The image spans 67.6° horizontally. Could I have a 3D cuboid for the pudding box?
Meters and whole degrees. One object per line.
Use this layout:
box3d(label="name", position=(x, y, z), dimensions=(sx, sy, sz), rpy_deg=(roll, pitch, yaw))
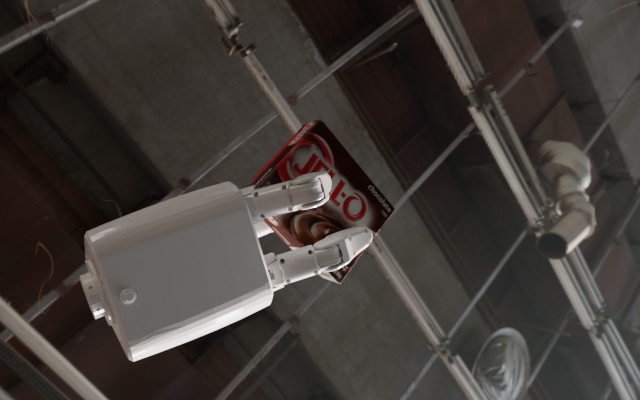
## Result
box3d(label="pudding box", position=(0.000, 0.001, 0.414), dimensions=(0.113, 0.090, 0.039), rpy_deg=(49, -23, -22))
